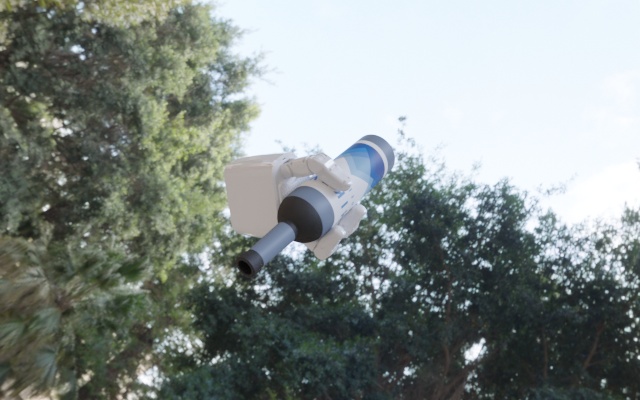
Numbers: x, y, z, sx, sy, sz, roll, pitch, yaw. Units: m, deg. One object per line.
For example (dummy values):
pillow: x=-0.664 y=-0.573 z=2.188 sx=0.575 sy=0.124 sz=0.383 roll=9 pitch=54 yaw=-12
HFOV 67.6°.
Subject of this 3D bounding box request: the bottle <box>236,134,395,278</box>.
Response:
bottle: x=0.000 y=0.002 z=0.615 sx=0.069 sy=0.069 sz=0.295 roll=0 pitch=29 yaw=40
